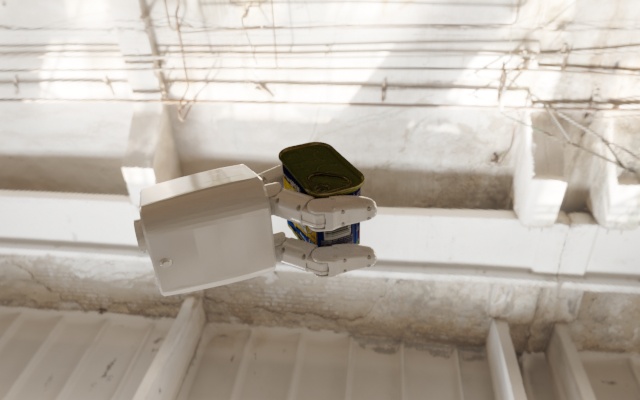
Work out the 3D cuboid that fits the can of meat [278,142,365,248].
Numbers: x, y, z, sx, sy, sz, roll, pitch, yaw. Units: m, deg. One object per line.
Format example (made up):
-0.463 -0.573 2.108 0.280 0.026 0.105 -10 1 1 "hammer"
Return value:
0.000 0.002 0.473 0.057 0.084 0.102 -15 35 -20 "can of meat"
